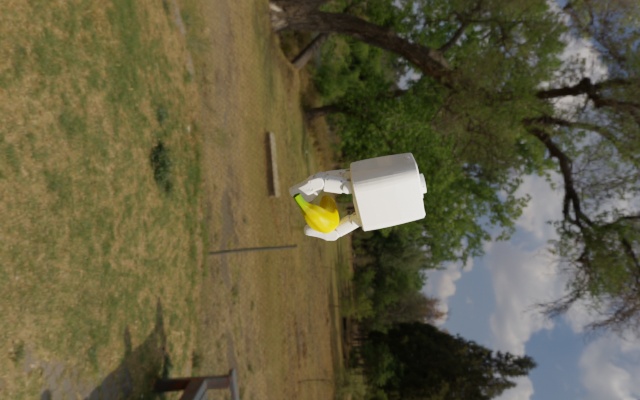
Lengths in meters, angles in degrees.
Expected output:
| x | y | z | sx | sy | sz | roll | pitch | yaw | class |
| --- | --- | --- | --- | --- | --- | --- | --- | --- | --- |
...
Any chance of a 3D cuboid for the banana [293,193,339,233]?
| x | y | z | sx | sy | sz | roll | pitch | yaw | class |
| --- | --- | --- | --- | --- | --- | --- | --- | --- | --- |
| 0.005 | 0.020 | 0.783 | 0.037 | 0.069 | 0.198 | -20 | -5 | 11 | banana |
